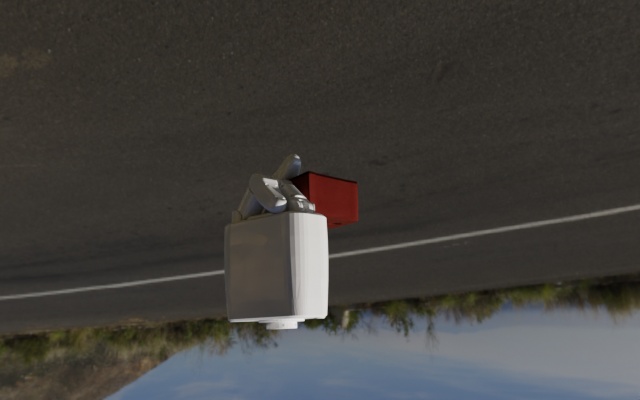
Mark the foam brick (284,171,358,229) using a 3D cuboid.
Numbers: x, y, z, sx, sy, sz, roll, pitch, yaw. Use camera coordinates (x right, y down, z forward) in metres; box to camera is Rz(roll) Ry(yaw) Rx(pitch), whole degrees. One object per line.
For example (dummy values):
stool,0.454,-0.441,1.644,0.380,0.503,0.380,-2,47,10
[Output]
foam brick,0.000,0.002,0.568,0.078,0.051,0.053,10,-19,-39
